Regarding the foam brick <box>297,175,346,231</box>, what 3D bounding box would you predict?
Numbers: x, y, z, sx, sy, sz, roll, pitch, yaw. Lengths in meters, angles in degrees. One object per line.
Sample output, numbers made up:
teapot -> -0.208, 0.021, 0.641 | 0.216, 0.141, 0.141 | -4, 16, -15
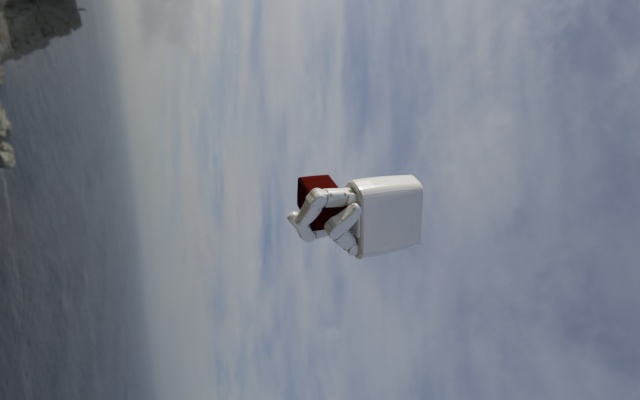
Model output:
foam brick -> 0.000, 0.002, 0.734 | 0.051, 0.053, 0.078 | -9, 36, -20
